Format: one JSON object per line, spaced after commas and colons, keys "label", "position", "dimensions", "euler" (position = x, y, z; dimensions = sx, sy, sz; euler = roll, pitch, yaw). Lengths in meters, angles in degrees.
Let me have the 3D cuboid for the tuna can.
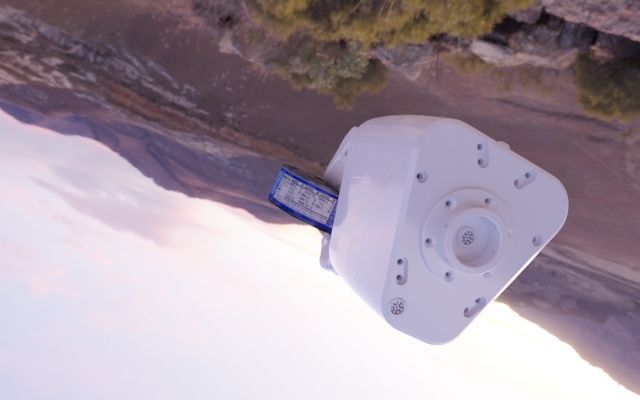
{"label": "tuna can", "position": [0.000, 0.002, 0.408], "dimensions": [0.086, 0.034, 0.086], "euler": [25, 5, -3]}
